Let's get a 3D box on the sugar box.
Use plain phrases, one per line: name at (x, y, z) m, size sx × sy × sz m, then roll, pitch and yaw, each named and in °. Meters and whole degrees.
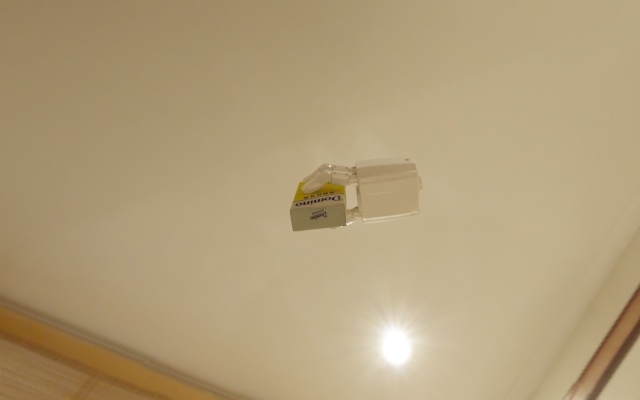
sugar box at (0.000, 0.002, 0.862) m, size 0.093 × 0.048 × 0.176 m, roll -7°, pitch 14°, yaw 4°
